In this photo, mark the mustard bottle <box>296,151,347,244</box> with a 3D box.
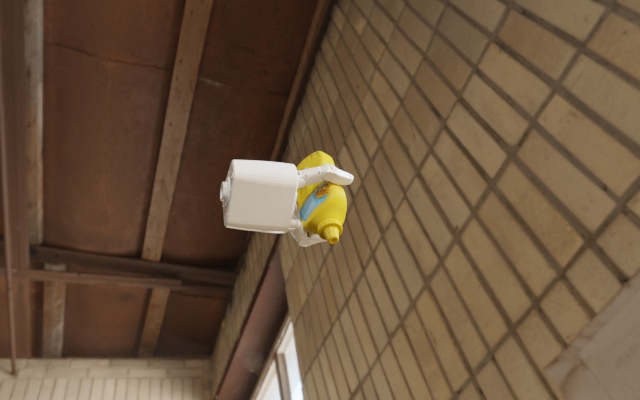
[{"bbox_3d":[0.000,0.003,0.836,0.058,0.096,0.191,27,28,-33],"label":"mustard bottle"}]
